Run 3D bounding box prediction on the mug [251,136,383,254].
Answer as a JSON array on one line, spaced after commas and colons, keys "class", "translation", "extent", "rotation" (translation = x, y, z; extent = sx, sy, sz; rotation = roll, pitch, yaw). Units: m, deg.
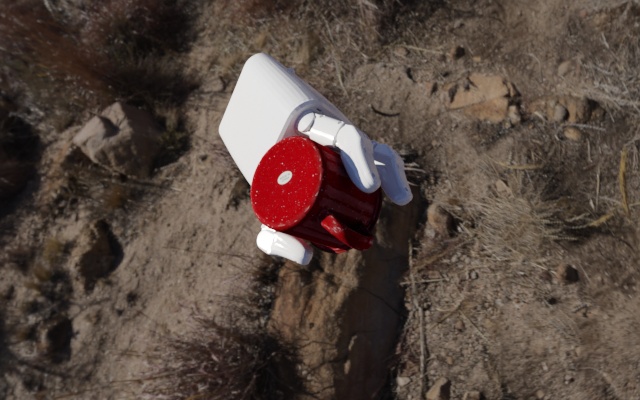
[{"class": "mug", "translation": [0.001, 0.002, 0.409], "extent": [0.081, 0.093, 0.117], "rotation": [22, 22, -50]}]
